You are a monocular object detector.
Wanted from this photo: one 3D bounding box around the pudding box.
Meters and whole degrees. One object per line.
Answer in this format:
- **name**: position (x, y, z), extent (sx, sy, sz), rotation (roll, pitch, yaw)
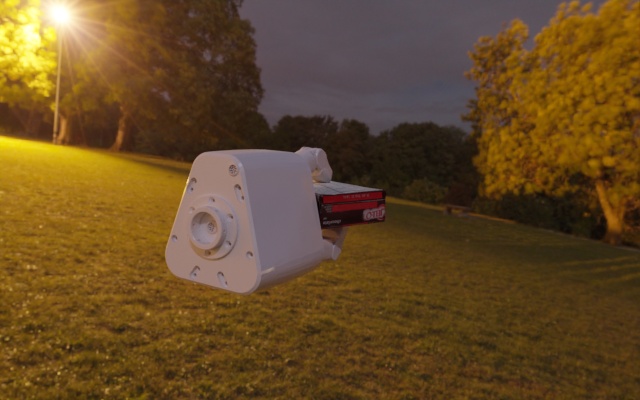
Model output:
- **pudding box**: position (0.000, 0.001, 0.507), extent (0.090, 0.039, 0.113), rotation (-3, 11, -37)
